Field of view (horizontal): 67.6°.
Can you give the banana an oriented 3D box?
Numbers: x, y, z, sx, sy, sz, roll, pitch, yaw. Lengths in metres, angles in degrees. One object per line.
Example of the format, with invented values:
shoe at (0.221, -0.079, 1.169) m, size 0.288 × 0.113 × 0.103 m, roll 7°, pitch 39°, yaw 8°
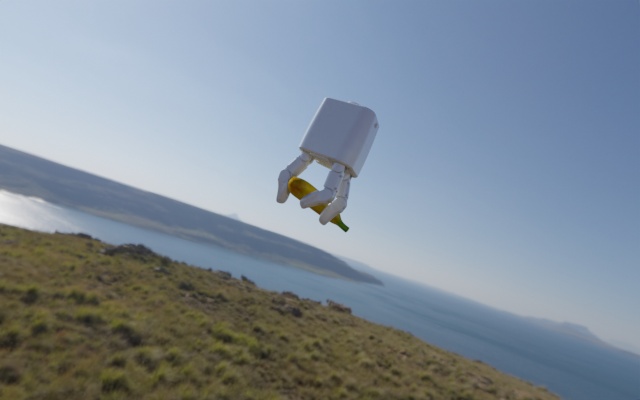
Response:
banana at (-0.010, -0.003, 0.874) m, size 0.069 × 0.037 × 0.198 m, roll 30°, pitch -5°, yaw 41°
